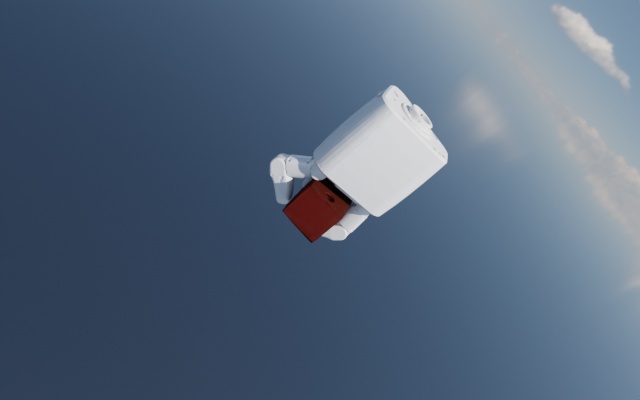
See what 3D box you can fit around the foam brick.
[{"bbox_3d":[0.000,0.002,0.566,0.051,0.053,0.078,-40,7,27],"label":"foam brick"}]
